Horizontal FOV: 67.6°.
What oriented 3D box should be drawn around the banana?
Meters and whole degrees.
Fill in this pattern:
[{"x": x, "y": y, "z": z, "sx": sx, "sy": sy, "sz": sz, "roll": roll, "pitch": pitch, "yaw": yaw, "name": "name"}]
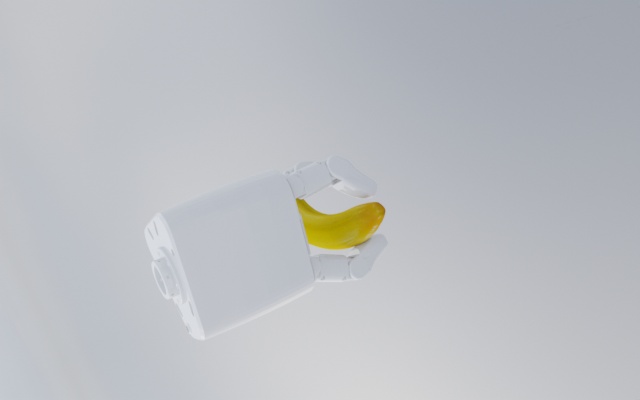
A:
[{"x": 0.001, "y": 0.019, "z": 0.509, "sx": 0.037, "sy": 0.070, "sz": 0.197, "roll": -18, "pitch": 21, "yaw": -29, "name": "banana"}]
